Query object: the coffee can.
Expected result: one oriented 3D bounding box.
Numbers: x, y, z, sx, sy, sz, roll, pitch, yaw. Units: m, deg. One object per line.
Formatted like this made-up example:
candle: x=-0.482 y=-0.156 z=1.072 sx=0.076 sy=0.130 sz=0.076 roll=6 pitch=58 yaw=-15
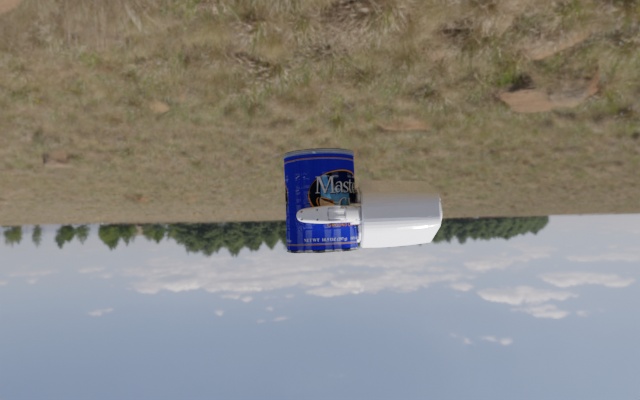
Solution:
coffee can: x=0.000 y=0.002 z=0.685 sx=0.103 sy=0.140 sz=0.103 roll=-2 pitch=-3 yaw=0
